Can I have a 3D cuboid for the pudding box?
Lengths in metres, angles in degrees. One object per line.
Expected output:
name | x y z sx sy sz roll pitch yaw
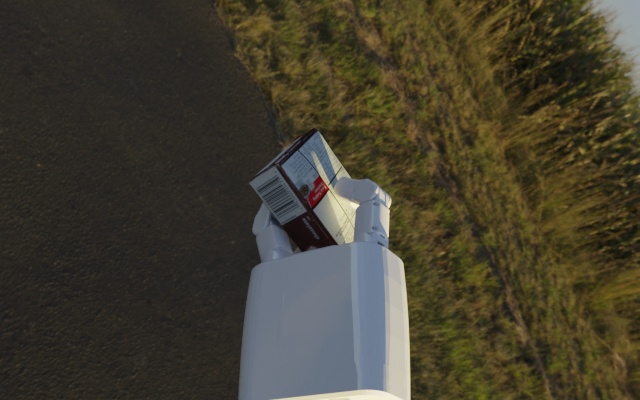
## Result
pudding box | 0.000 0.001 0.430 0.039 0.113 0.090 -27 14 32
